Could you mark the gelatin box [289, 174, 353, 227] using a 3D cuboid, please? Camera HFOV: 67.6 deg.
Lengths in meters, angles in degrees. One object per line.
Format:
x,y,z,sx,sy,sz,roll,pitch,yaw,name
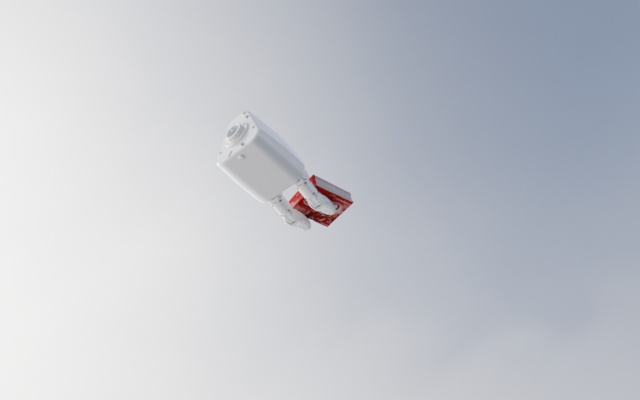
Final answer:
0.000,0.003,0.835,0.089,0.030,0.073,25,-55,-33,gelatin box
